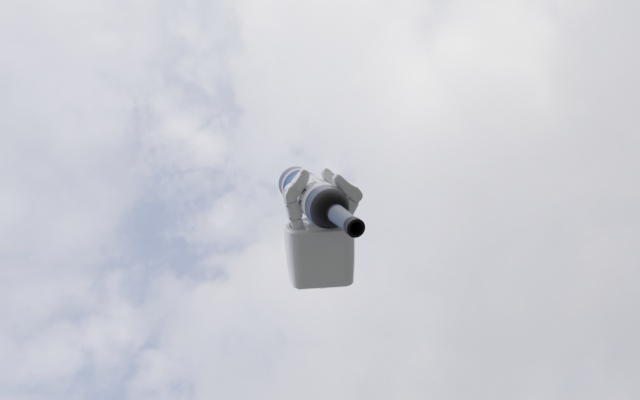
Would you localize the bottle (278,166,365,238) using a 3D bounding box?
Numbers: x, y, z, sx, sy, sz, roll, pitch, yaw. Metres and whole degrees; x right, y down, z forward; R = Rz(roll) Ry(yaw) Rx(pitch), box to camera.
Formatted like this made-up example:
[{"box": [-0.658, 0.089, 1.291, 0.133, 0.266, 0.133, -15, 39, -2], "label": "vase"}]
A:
[{"box": [0.000, 0.002, 0.780, 0.069, 0.069, 0.295, 0, 14, -20], "label": "bottle"}]
